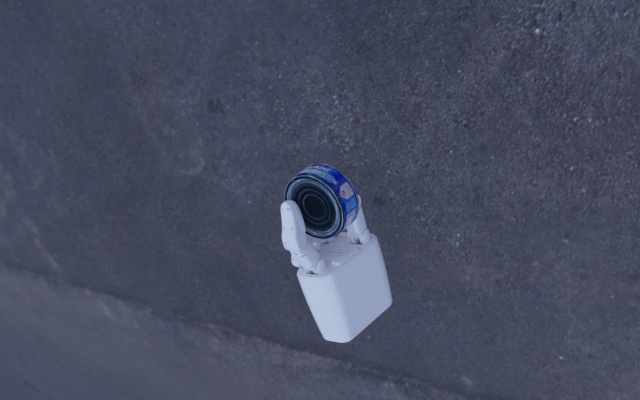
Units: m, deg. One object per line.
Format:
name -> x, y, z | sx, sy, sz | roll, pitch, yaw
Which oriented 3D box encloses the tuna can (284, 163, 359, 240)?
tuna can -> 0.000, 0.002, 0.556 | 0.086, 0.086, 0.033 | 0, 25, 38
